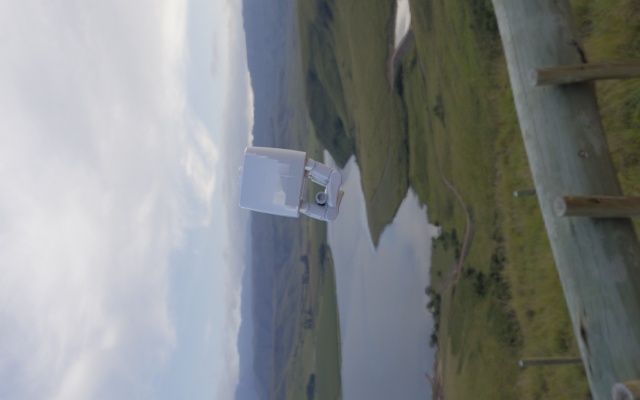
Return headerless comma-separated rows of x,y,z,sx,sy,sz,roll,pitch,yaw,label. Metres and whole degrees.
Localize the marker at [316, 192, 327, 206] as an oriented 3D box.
0.000,0.003,0.853,0.020,0.020,0.121,0,-8,-2,marker
